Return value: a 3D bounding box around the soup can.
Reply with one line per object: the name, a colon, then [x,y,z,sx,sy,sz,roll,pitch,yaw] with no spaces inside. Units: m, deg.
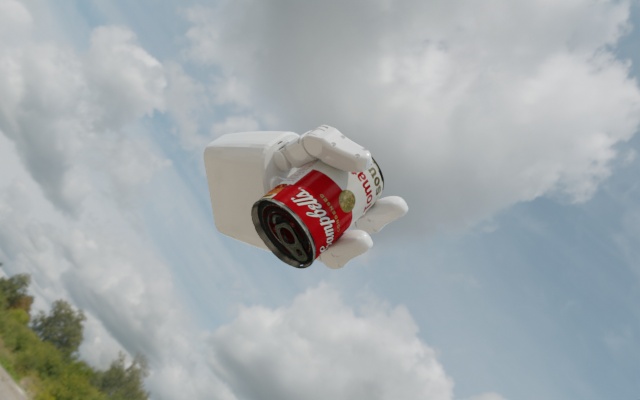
soup can: [0.001,0.001,0.413,0.068,0.068,0.102,0,32,48]
